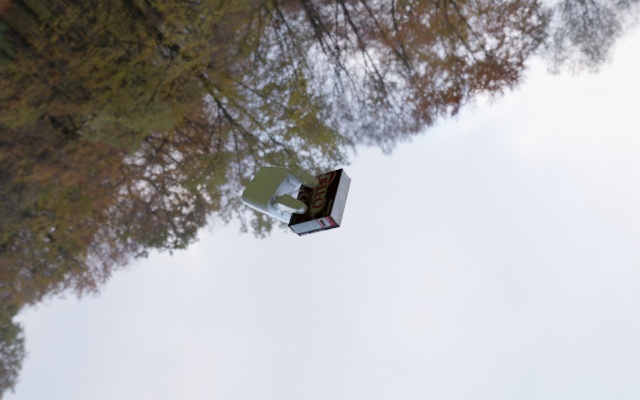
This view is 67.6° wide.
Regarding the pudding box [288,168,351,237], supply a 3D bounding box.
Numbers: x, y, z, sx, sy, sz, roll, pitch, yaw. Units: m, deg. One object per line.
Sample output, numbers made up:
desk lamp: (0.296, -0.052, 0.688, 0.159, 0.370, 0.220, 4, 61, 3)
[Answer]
pudding box: (0.000, 0.003, 0.832, 0.090, 0.113, 0.039, -16, -46, 33)
